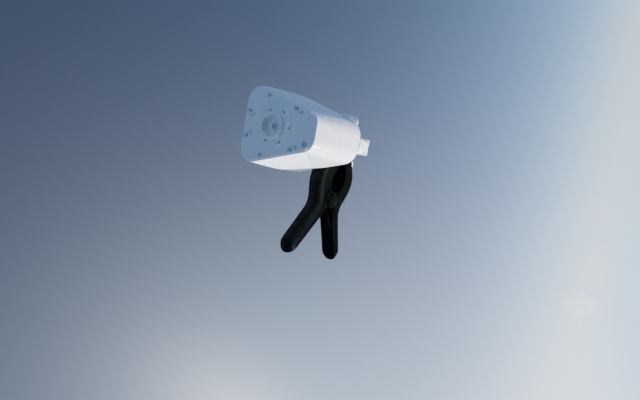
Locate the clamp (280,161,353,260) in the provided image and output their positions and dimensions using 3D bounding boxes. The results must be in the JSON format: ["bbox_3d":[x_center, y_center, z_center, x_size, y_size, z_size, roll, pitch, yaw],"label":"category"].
[{"bbox_3d":[0.001,0.002,0.662,0.039,0.171,0.120,13,6,30],"label":"clamp"}]
